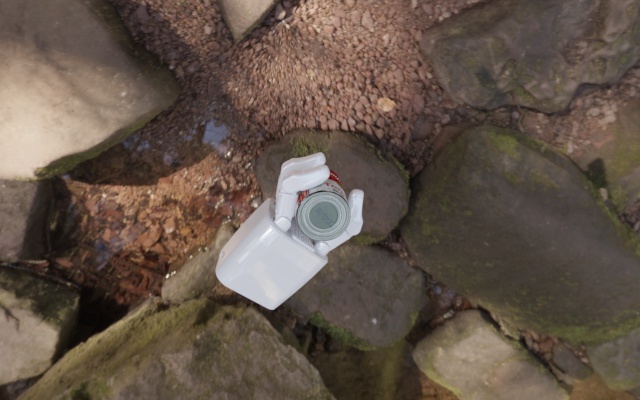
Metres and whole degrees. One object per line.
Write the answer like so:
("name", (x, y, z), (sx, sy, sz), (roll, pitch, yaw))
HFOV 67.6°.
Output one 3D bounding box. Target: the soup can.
("soup can", (0.001, 0.002, 0.619), (0.068, 0.068, 0.102), (0, 21, -4))
